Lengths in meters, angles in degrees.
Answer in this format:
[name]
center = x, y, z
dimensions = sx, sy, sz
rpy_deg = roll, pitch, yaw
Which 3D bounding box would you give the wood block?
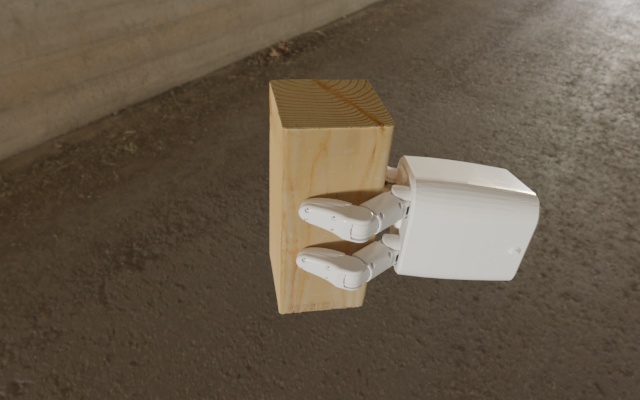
[wood block]
center = 0.000, 0.001, 0.449
dimensions = 0.090, 0.206, 0.090
rpy_deg = -3, 37, -10
